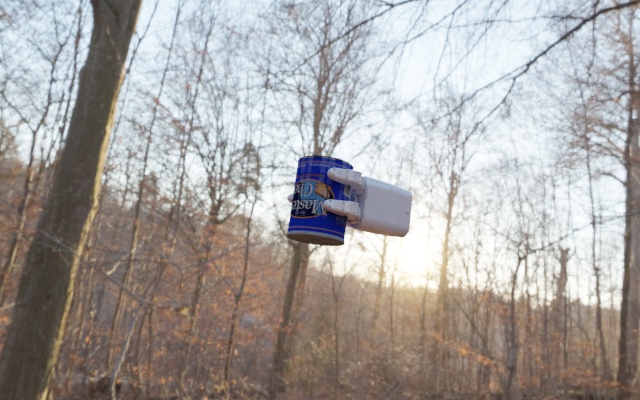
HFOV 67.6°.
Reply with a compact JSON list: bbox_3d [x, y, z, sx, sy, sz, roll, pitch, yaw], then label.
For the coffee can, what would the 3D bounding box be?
[{"bbox_3d":[0.000,0.003,0.846,0.103,0.140,0.103,7,-13,2],"label":"coffee can"}]
